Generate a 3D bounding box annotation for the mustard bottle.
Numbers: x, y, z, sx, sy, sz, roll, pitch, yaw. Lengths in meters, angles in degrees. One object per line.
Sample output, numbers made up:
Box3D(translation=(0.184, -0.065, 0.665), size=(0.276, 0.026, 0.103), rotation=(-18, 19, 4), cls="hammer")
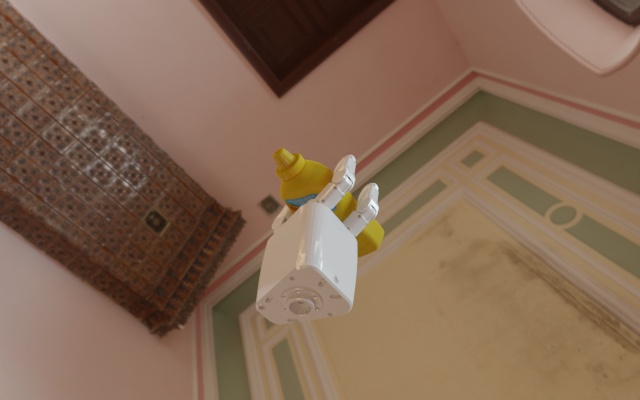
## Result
Box3D(translation=(0.000, 0.002, 0.659), size=(0.096, 0.058, 0.192), rotation=(-10, -49, 44), cls="mustard bottle")
